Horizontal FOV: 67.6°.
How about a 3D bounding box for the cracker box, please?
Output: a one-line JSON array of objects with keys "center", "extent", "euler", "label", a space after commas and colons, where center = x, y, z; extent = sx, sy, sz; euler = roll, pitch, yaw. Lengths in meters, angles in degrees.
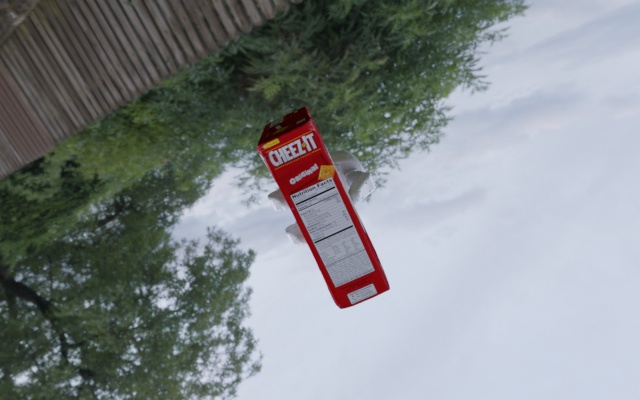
[{"center": [0.000, 0.002, 0.585], "extent": [0.072, 0.214, 0.164], "euler": [-25, 16, 3], "label": "cracker box"}]
